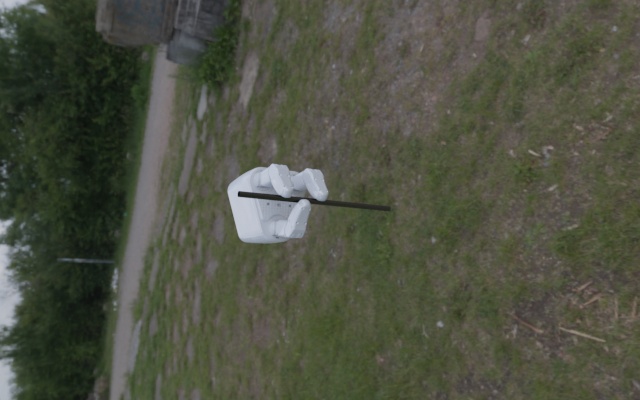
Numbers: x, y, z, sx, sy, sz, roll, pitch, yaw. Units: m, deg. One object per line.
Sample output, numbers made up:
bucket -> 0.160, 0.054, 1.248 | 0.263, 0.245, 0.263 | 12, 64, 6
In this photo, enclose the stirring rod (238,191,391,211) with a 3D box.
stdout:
stirring rod -> 0.000, 0.002, 0.665 | 0.239, 0.011, 0.011 | 6, -3, -30
